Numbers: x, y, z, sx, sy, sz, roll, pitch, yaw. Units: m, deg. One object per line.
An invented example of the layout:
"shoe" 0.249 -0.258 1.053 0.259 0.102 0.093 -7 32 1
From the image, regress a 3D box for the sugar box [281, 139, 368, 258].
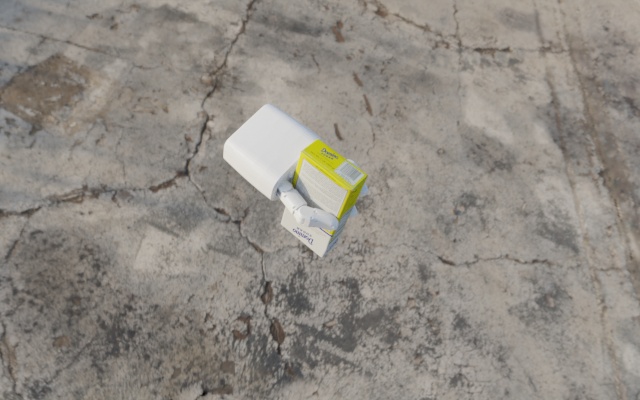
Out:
"sugar box" 0.000 0.002 0.713 0.048 0.093 0.176 -42 -17 -34
